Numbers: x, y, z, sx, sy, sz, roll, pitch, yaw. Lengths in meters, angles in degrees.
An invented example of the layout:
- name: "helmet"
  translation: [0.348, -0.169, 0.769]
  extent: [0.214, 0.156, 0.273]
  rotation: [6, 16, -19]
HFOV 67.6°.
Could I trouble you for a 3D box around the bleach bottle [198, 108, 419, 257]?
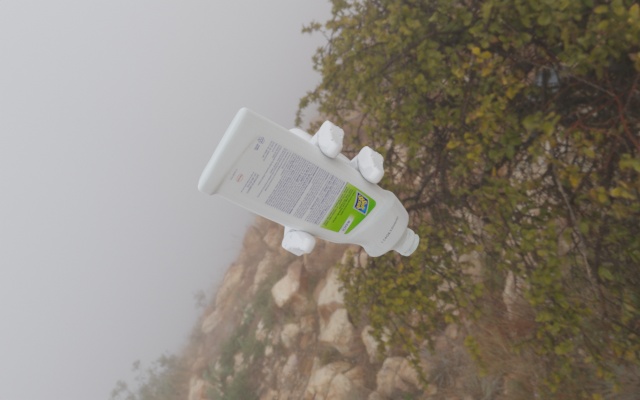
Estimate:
- name: "bleach bottle"
  translation: [0.000, 0.002, 0.533]
  extent: [0.251, 0.102, 0.068]
  rotation: [30, 11, -18]
